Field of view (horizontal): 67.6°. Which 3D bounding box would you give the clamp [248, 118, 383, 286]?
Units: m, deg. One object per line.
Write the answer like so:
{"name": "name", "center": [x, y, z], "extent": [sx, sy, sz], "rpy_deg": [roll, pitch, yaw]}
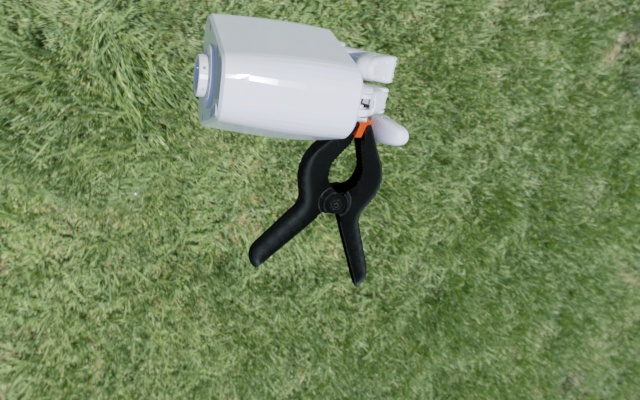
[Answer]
{"name": "clamp", "center": [0.000, 0.002, 0.445], "extent": [0.120, 0.171, 0.039], "rpy_deg": [3, 19, -20]}
